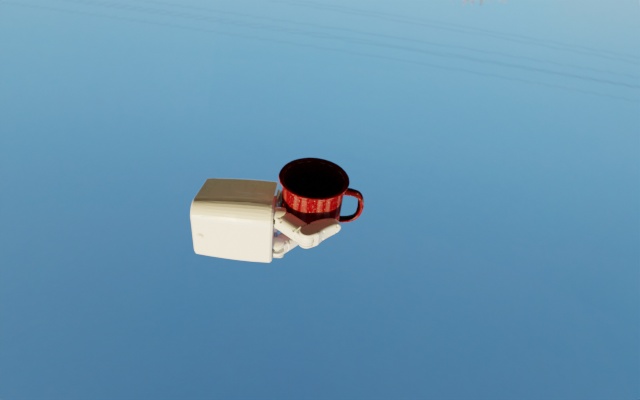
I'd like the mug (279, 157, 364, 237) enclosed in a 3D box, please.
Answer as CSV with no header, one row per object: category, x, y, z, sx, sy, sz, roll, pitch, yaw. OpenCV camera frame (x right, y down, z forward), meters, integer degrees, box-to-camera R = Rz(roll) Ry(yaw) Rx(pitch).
mug,0.002,0.002,0.649,0.117,0.082,0.093,6,39,-1
